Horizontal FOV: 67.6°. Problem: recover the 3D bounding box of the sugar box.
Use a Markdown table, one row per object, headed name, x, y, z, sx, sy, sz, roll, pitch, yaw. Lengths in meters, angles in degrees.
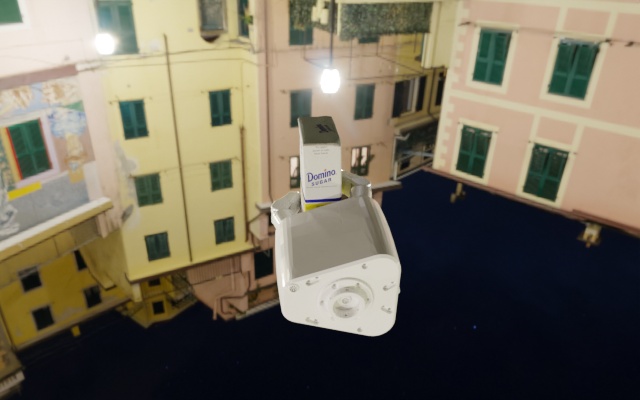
| name | x | y | z | sx | sy | sz | roll | pitch | yaw |
| --- | --- | --- | --- | --- | --- | --- | --- | --- | --- |
| sugar box | 0.001 | 0.002 | 0.544 | 0.048 | 0.176 | 0.093 | -1 | 28 | -5 |
